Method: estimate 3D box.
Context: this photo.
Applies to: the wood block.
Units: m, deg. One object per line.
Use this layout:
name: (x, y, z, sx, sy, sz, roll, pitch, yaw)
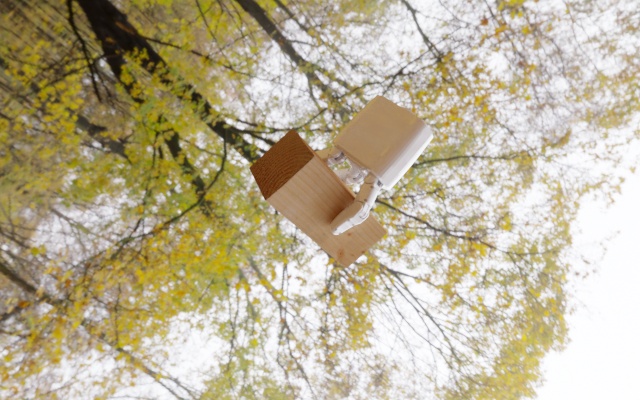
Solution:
wood block: (0.001, 0.002, 0.721, 0.206, 0.090, 0.090, 43, 8, -40)
